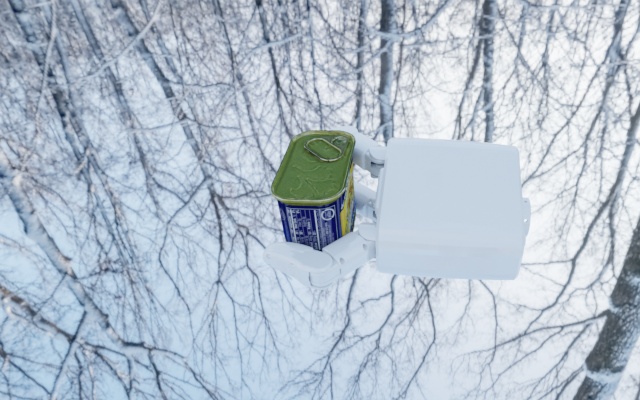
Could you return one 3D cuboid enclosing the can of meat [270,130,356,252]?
[{"bbox_3d":[0.000,0.002,0.408,0.057,0.084,0.102,1,38,11],"label":"can of meat"}]
